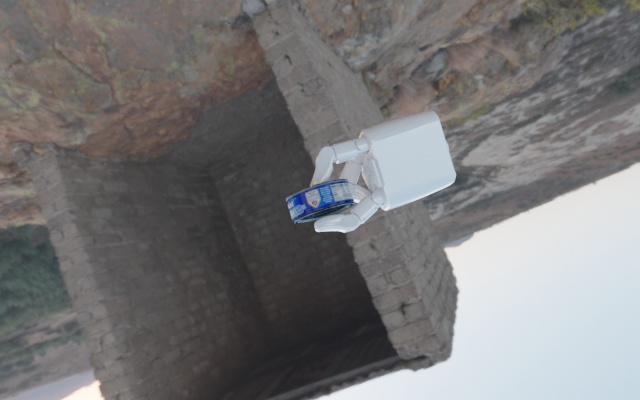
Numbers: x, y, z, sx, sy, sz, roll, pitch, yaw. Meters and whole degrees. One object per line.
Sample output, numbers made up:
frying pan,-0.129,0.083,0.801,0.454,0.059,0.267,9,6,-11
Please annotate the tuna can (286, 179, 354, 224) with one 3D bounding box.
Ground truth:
tuna can,0.000,0.003,0.623,0.086,0.033,0.086,-17,-8,-3
